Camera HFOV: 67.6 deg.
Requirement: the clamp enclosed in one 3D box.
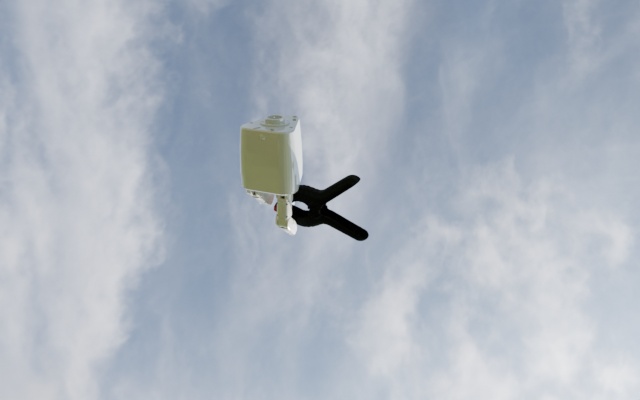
[{"bbox_3d":[0.000,0.002,0.807,0.171,0.120,0.039,9,26,18],"label":"clamp"}]
